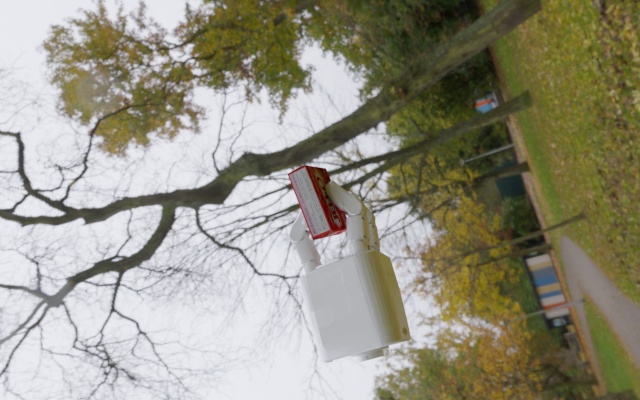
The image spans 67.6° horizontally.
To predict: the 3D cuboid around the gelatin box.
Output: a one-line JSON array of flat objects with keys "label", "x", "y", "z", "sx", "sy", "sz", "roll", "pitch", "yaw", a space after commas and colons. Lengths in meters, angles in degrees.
[{"label": "gelatin box", "x": 0.000, "y": 0.002, "z": 0.596, "sx": 0.030, "sy": 0.089, "sz": 0.073, "roll": -25, "pitch": -8, "yaw": 19}]
